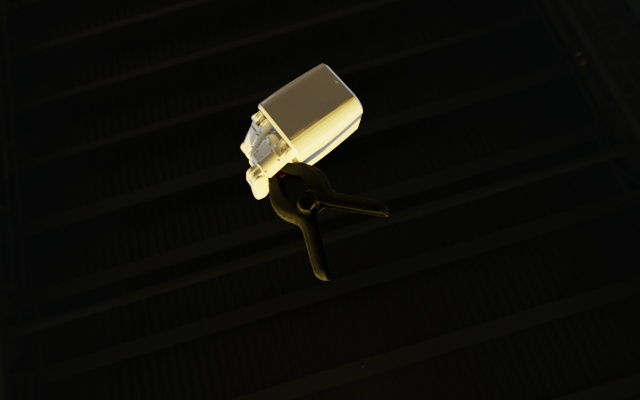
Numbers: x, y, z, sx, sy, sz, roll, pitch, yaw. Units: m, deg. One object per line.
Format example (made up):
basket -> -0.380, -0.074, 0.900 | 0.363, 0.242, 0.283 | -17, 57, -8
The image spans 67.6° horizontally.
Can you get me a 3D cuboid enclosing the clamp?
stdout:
clamp -> 0.000, 0.002, 0.609 | 0.120, 0.171, 0.039 | -37, -18, -2
